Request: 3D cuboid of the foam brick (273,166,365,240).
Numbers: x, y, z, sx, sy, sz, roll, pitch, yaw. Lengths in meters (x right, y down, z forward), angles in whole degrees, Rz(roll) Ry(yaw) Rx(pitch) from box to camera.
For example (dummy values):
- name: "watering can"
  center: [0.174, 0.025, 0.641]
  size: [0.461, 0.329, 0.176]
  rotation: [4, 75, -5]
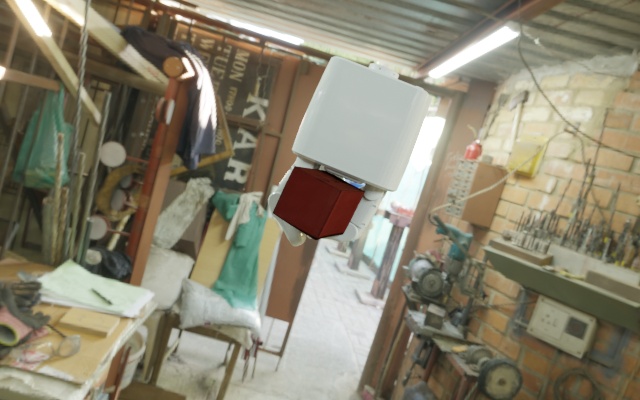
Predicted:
- name: "foam brick"
  center: [0.000, 0.002, 0.464]
  size: [0.053, 0.051, 0.078]
  rotation: [30, 11, 18]
